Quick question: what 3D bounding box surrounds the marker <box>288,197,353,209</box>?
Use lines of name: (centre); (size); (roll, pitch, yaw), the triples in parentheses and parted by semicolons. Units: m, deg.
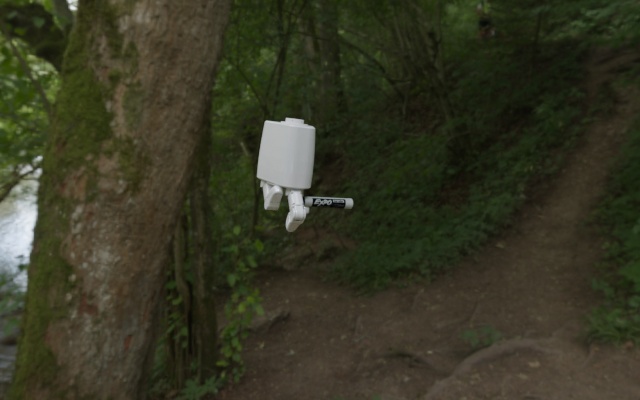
marker: (0.000, 0.003, 0.848); (0.121, 0.020, 0.020); (3, -1, -22)
